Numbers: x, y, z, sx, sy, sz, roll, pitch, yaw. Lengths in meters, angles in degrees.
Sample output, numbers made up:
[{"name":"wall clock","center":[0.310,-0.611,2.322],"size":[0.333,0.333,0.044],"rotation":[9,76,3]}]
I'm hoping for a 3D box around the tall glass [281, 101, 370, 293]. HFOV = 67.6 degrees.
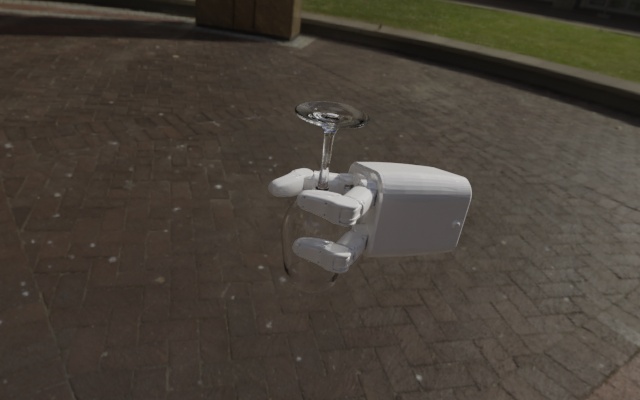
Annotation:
[{"name":"tall glass","center":[0.000,0.001,0.513],"size":[0.079,0.201,0.079],"rotation":[6,28,-3]}]
